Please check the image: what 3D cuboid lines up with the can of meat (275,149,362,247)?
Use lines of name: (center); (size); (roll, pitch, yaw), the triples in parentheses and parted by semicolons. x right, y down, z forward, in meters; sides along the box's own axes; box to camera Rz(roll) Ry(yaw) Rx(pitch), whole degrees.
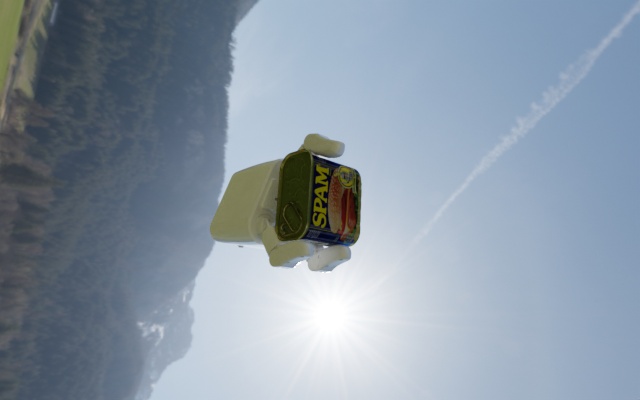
can of meat: (0.000, 0.002, 0.550); (0.084, 0.102, 0.057); (14, -17, -40)
